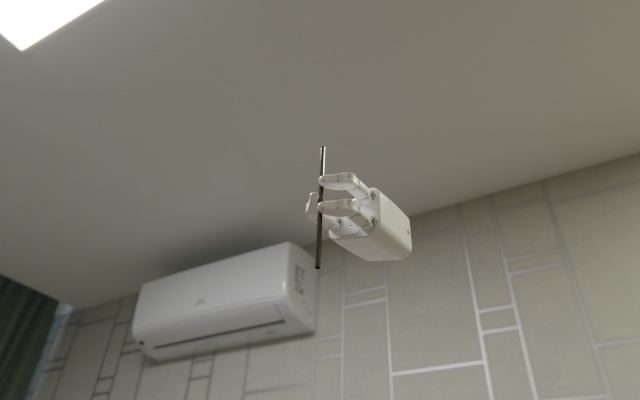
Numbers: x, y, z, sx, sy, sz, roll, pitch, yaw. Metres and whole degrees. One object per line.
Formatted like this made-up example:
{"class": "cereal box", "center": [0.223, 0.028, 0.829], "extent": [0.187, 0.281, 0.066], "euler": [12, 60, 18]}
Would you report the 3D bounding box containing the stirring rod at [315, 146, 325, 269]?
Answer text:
{"class": "stirring rod", "center": [0.000, 0.003, 0.770], "extent": [0.011, 0.239, 0.011], "euler": [2, -37, 1]}
